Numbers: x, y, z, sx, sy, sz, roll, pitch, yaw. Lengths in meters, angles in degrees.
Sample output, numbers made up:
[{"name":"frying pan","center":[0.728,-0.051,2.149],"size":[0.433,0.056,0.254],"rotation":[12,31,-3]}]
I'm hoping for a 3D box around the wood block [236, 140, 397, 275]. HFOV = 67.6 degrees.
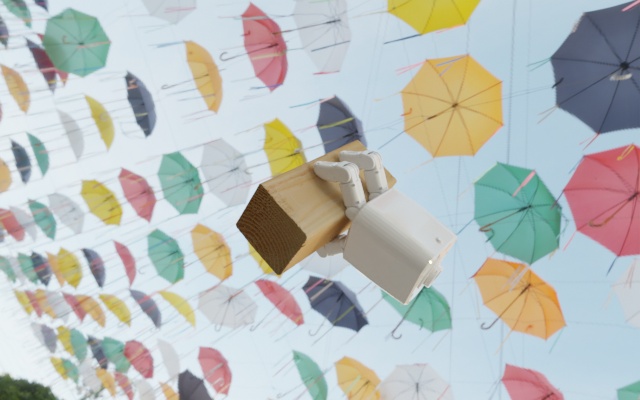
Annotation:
[{"name":"wood block","center":[0.000,0.003,0.646],"size":[0.206,0.090,0.091],"rotation":[-29,-19,-46]}]
